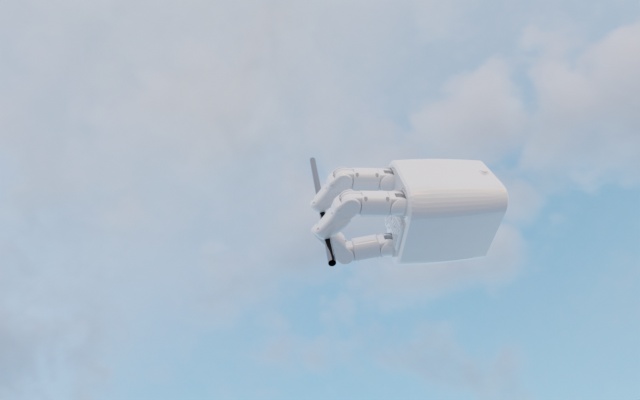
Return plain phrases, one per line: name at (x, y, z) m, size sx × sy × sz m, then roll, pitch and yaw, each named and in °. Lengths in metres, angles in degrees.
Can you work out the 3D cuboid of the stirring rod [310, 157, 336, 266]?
stirring rod at (0.000, 0.002, 0.566) m, size 0.011 × 0.011 × 0.239 m, roll 0°, pitch 29°, yaw -6°
